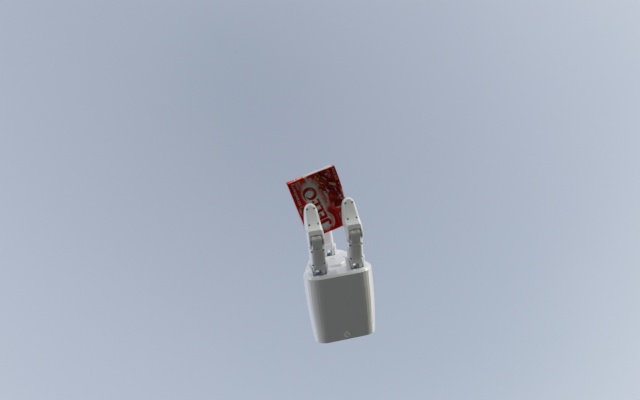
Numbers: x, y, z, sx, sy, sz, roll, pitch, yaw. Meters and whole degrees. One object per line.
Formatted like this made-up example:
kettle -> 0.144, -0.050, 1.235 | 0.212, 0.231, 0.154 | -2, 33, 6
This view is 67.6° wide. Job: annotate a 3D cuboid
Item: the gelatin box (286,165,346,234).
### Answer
gelatin box -> 0.000, 0.002, 0.688 | 0.073, 0.089, 0.030 | -22, 9, -5
